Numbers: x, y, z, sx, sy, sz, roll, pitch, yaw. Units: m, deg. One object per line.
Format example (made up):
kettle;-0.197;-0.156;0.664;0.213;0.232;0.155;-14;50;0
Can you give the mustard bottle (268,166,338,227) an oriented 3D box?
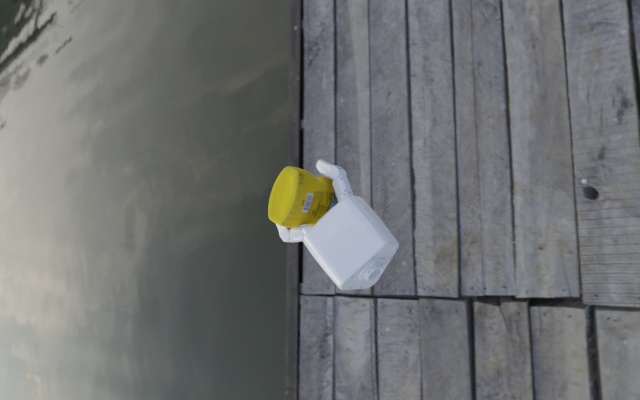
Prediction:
mustard bottle;0.000;0.003;0.827;0.058;0.096;0.191;23;8;40
